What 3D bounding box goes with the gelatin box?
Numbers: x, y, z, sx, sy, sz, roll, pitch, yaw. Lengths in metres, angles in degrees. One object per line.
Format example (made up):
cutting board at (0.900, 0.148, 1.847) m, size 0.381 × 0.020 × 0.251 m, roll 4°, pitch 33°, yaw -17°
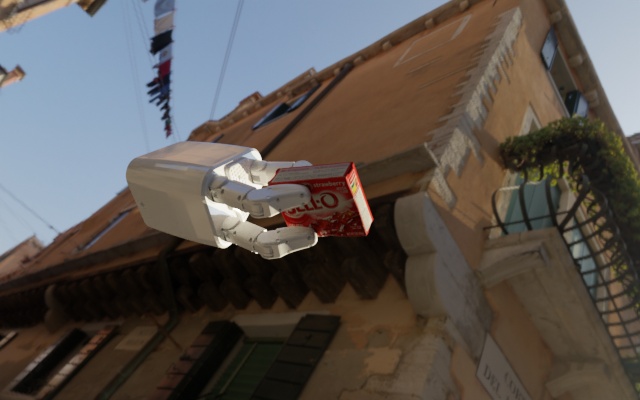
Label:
gelatin box at (0.001, 0.001, 0.482) m, size 0.089 × 0.073 × 0.030 m, roll -3°, pitch 36°, yaw 27°
